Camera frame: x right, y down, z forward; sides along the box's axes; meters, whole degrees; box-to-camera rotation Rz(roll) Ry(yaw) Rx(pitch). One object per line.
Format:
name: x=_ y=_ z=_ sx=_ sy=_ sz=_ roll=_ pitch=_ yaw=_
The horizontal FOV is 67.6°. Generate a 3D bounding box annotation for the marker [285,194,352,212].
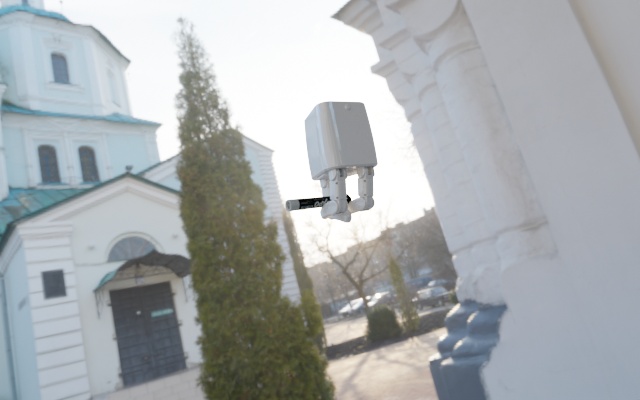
marker: x=0.000 y=0.003 z=0.763 sx=0.121 sy=0.020 sz=0.020 roll=-6 pitch=3 yaw=-34
